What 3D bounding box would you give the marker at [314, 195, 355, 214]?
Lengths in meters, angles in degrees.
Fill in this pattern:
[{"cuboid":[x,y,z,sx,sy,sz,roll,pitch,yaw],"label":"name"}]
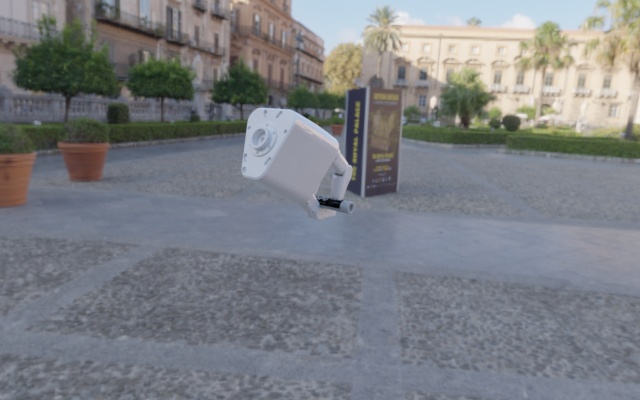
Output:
[{"cuboid":[0.000,0.002,0.762,0.121,0.020,0.020,11,7,38],"label":"marker"}]
